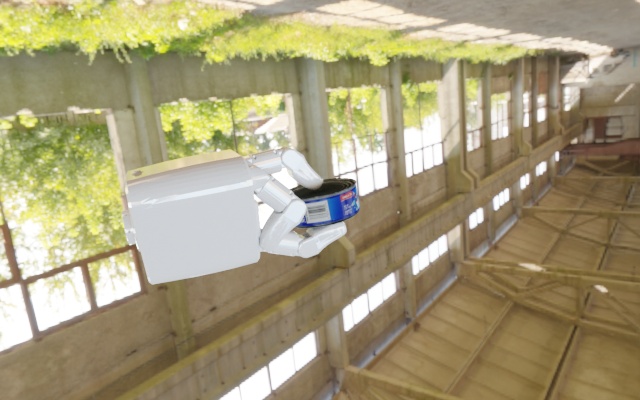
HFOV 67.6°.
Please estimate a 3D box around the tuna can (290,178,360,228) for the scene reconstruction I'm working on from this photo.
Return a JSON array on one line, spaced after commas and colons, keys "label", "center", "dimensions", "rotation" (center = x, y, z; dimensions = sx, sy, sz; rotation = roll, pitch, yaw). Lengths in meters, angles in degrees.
[{"label": "tuna can", "center": [0.000, 0.002, 0.530], "dimensions": [0.086, 0.034, 0.086], "rotation": [-10, 13, 3]}]
